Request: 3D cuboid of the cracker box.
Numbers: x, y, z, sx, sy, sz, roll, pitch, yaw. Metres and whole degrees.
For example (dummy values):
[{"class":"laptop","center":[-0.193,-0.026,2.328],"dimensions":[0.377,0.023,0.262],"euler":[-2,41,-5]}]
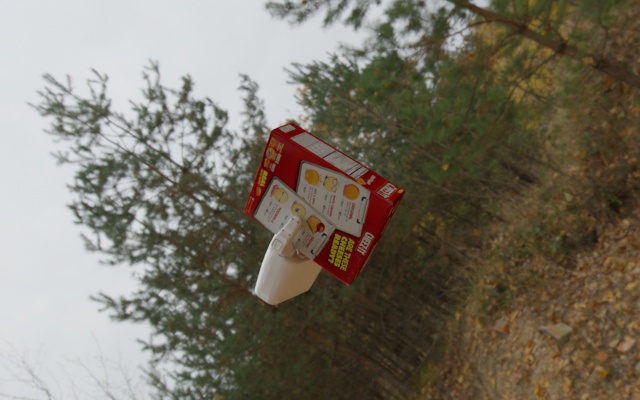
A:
[{"class":"cracker box","center":[0.000,0.002,0.743],"dimensions":[0.213,0.164,0.072],"euler":[33,33,14]}]
